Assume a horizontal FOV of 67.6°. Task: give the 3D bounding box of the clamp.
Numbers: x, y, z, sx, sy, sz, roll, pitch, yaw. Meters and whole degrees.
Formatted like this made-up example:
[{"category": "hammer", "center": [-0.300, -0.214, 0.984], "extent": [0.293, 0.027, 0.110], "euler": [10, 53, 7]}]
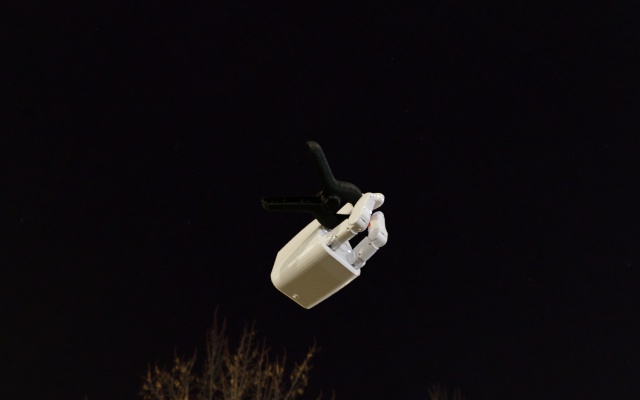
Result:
[{"category": "clamp", "center": [0.000, 0.002, 0.710], "extent": [0.171, 0.120, 0.039], "euler": [41, 18, -29]}]
